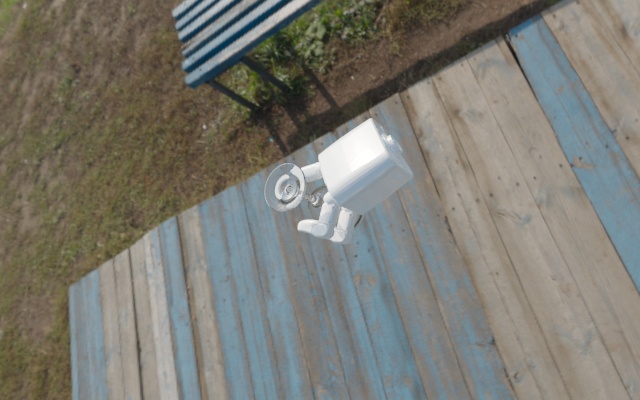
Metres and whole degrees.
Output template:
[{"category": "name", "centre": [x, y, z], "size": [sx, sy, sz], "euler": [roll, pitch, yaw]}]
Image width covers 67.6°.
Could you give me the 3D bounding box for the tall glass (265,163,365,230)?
[{"category": "tall glass", "centre": [0.000, 0.002, 0.779], "size": [0.079, 0.079, 0.201], "euler": [0, -13, 33]}]
